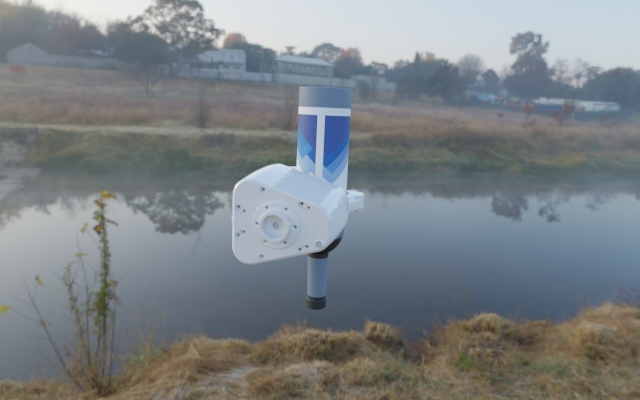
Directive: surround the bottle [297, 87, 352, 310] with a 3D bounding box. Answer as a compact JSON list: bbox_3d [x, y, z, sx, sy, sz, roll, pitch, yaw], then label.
[{"bbox_3d":[0.000,0.002,0.633,0.069,0.296,0.069,2,11,0],"label":"bottle"}]
